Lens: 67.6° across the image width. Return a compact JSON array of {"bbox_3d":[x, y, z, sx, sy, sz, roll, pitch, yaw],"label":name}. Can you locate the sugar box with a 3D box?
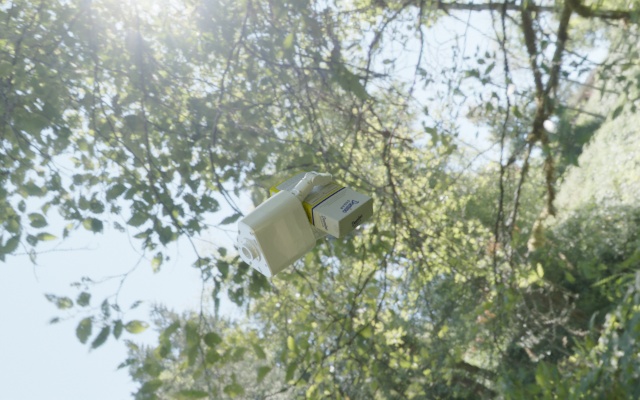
[{"bbox_3d":[0.000,0.003,0.872,0.176,0.048,0.093,27,45,37],"label":"sugar box"}]
